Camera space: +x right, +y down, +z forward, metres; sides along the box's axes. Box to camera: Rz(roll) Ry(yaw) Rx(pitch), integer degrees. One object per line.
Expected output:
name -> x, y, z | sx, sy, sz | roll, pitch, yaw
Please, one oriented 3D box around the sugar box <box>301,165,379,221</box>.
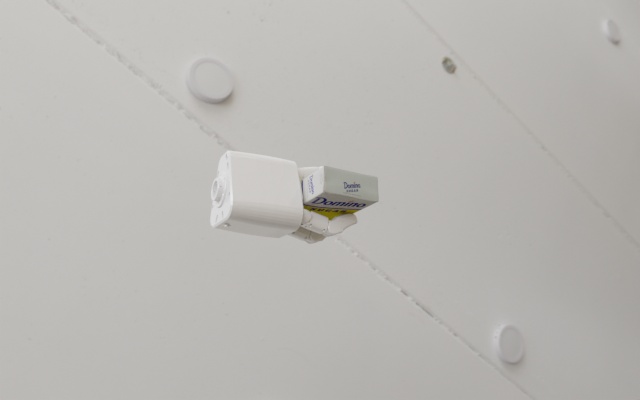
sugar box -> 0.000, 0.003, 0.729 | 0.093, 0.048, 0.176 | 10, -19, -28
